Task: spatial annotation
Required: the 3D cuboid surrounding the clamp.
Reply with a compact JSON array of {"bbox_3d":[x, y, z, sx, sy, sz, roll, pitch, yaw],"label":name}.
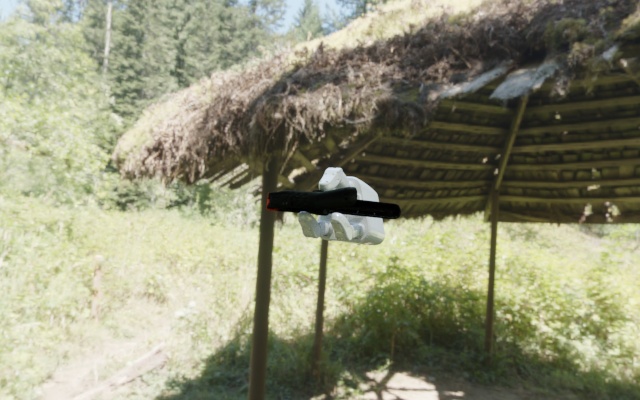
[{"bbox_3d":[0.000,0.002,0.723,0.210,0.036,0.164,3,-9,25],"label":"clamp"}]
